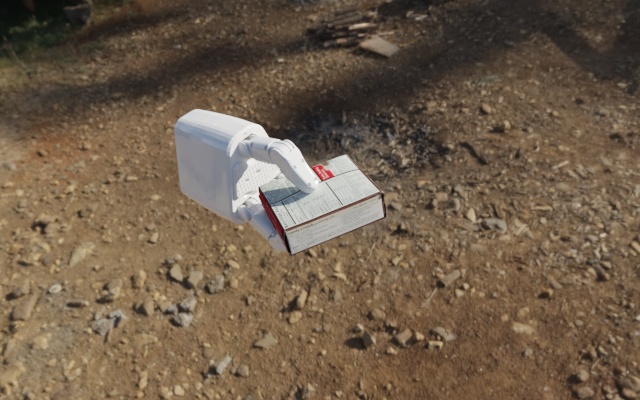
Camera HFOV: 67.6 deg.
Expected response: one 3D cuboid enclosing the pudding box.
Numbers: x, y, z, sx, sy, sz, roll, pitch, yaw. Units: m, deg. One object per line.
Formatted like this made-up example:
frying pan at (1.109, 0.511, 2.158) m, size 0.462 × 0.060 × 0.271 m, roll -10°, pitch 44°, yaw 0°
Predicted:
pudding box at (0.000, 0.001, 0.508) m, size 0.113 × 0.039 × 0.090 m, roll -22°, pitch 39°, yaw -11°
